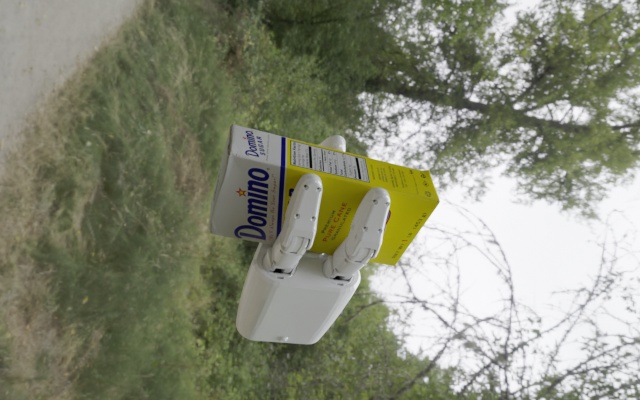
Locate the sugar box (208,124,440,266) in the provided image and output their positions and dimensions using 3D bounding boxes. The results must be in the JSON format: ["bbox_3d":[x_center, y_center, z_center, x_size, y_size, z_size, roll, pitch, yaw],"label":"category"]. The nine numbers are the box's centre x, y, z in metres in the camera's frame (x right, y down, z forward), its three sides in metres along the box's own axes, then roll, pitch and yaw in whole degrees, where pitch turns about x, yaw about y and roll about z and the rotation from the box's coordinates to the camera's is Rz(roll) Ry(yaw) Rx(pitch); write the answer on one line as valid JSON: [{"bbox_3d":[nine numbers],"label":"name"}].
[{"bbox_3d":[0.000,0.002,0.407,0.176,0.048,0.093,9,-47,-17],"label":"sugar box"}]
